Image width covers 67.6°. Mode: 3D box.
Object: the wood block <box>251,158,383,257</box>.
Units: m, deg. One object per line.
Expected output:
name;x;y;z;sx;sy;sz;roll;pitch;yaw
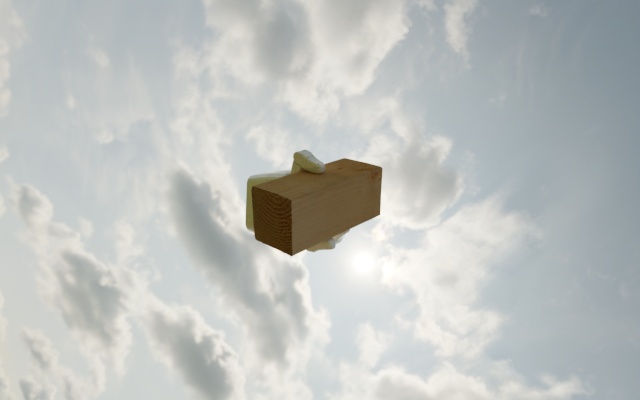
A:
wood block;0.000;0.002;0.763;0.090;0.091;0.206;19;29;41
